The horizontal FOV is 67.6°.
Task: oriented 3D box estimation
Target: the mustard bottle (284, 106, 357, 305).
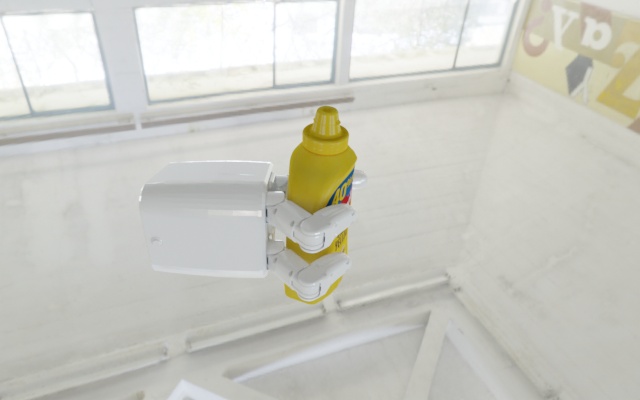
[{"bbox_3d":[0.000,0.002,0.457,0.058,0.192,0.096,17,37,18],"label":"mustard bottle"}]
